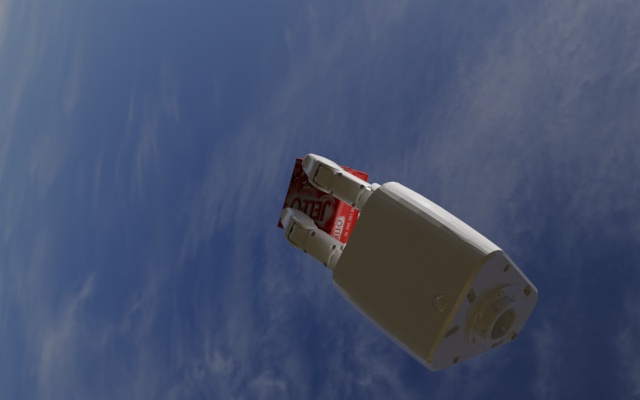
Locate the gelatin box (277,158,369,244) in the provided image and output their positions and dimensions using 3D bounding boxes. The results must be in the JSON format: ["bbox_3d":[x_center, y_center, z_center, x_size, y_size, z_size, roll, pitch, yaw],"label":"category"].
[{"bbox_3d":[0.000,0.002,0.456,0.030,0.073,0.089,15,1,-36],"label":"gelatin box"}]
